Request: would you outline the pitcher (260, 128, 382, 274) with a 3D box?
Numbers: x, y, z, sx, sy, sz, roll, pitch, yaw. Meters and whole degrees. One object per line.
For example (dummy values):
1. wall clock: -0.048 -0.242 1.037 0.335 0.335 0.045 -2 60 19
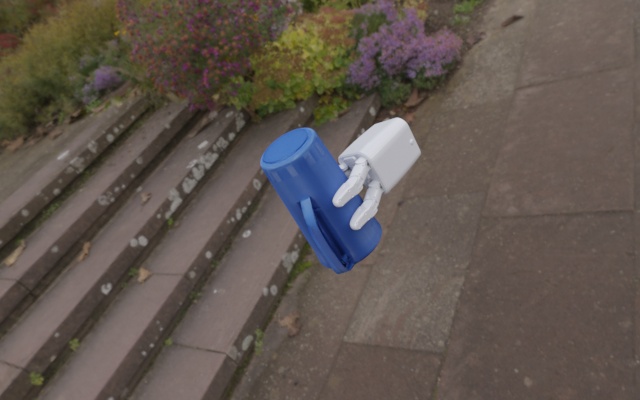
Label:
1. pitcher: 0.000 0.003 0.835 0.145 0.243 0.149 -45 31 -18
